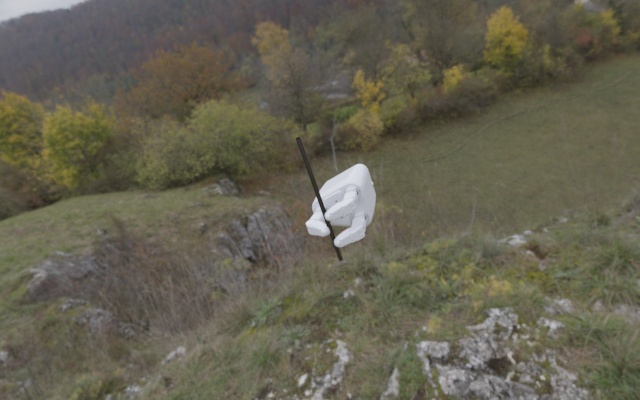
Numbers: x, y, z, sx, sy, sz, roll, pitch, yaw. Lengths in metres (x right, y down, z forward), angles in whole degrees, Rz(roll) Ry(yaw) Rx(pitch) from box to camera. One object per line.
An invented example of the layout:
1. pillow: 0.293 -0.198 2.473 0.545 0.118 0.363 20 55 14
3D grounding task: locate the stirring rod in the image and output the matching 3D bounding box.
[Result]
1. stirring rod: 0.000 0.003 0.830 0.011 0.240 0.011 -17 21 7
